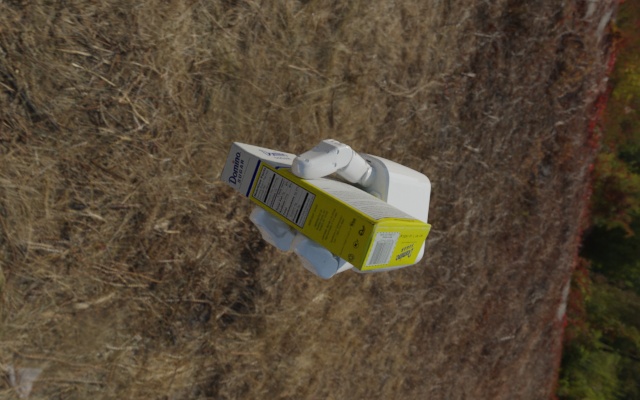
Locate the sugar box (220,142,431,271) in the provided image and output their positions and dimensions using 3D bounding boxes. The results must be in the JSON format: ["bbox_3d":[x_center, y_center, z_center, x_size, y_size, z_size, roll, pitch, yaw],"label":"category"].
[{"bbox_3d":[0.000,0.002,0.432,0.176,0.048,0.093,27,13,36],"label":"sugar box"}]
